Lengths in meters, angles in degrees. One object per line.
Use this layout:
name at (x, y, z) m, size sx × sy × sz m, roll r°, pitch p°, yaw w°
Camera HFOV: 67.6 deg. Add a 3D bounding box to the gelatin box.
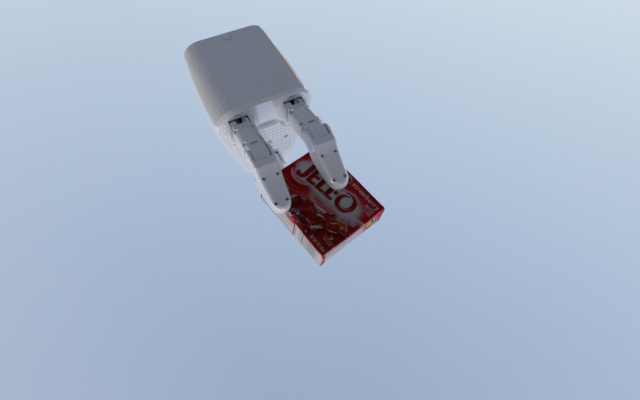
gelatin box at (0.000, 0.002, 0.428) m, size 0.073 × 0.089 × 0.030 m, roll -35°, pitch -19°, yaw -20°
